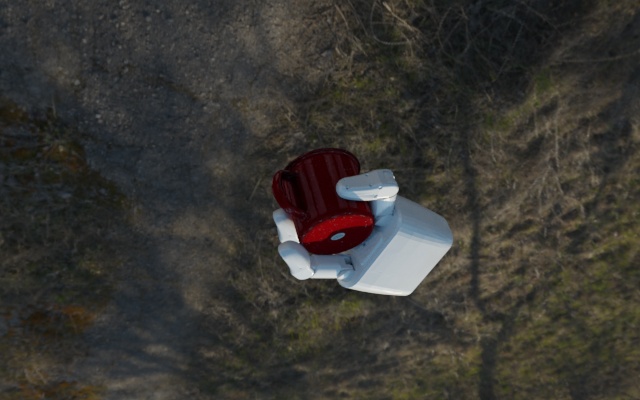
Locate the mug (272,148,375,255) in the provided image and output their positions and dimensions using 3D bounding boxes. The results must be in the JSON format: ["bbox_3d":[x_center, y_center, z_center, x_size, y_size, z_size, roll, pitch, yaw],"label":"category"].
[{"bbox_3d":[-0.001,0.001,0.501,0.117,0.081,0.093,19,-48,-40],"label":"mug"}]
